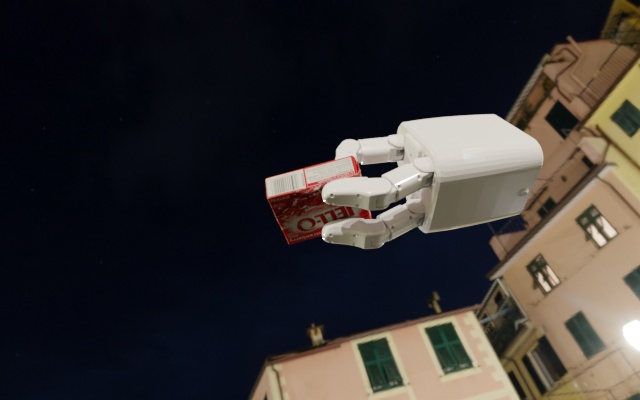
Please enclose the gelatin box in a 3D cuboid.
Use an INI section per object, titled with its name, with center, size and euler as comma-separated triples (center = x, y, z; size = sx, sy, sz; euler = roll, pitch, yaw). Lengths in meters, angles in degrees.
[gelatin box]
center = 0.000, 0.001, 0.461
size = 0.089, 0.030, 0.073
euler = -15, -43, 5
